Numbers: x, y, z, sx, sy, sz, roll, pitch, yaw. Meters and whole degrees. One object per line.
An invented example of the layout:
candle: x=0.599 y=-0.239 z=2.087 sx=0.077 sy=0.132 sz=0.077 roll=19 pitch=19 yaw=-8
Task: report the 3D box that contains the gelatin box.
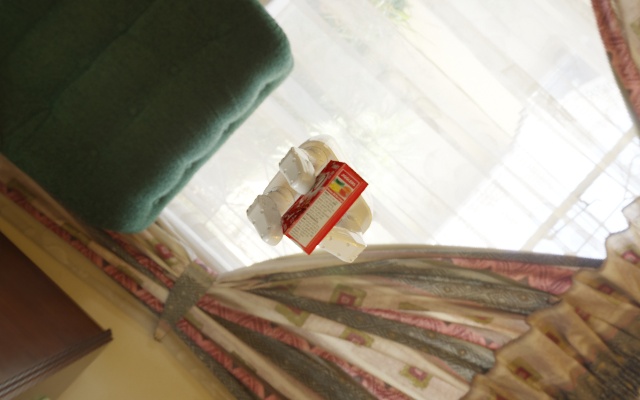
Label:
gelatin box: x=0.000 y=0.002 z=0.404 sx=0.030 sy=0.073 sz=0.089 roll=41 pitch=2 yaw=-9
